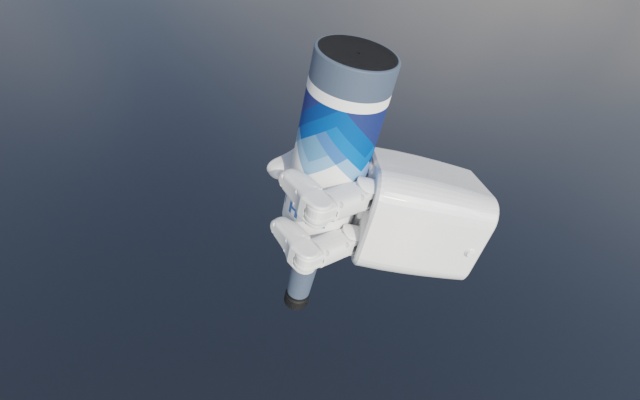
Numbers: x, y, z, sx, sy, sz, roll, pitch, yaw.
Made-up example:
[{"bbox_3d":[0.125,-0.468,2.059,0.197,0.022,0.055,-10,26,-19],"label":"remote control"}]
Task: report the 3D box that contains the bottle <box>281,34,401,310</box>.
[{"bbox_3d":[0.000,0.001,0.446,0.069,0.296,0.069,8,39,-7],"label":"bottle"}]
